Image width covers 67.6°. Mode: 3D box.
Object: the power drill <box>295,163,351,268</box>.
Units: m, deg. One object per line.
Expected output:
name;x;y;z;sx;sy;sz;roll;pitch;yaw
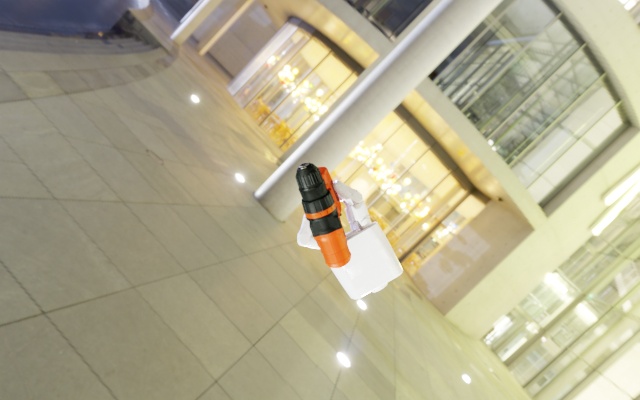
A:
power drill;0.000;0.003;0.828;0.057;0.184;0.187;-16;20;5
